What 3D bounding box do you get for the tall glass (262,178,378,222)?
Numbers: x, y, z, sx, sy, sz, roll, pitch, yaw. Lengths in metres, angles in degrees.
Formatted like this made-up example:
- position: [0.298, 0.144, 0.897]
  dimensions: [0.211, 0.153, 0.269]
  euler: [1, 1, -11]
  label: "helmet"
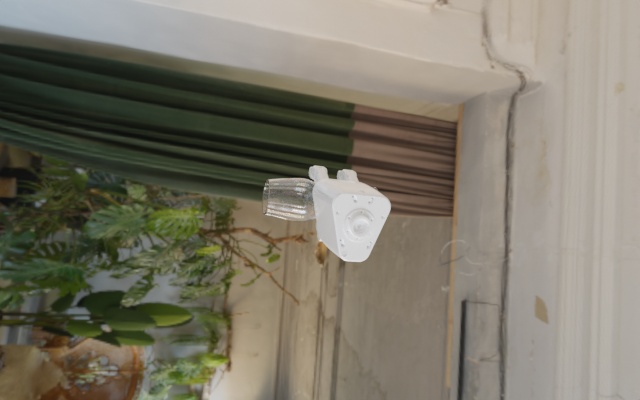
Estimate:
- position: [0.001, 0.003, 0.853]
  dimensions: [0.201, 0.079, 0.079]
  euler: [6, -2, -16]
  label: "tall glass"
